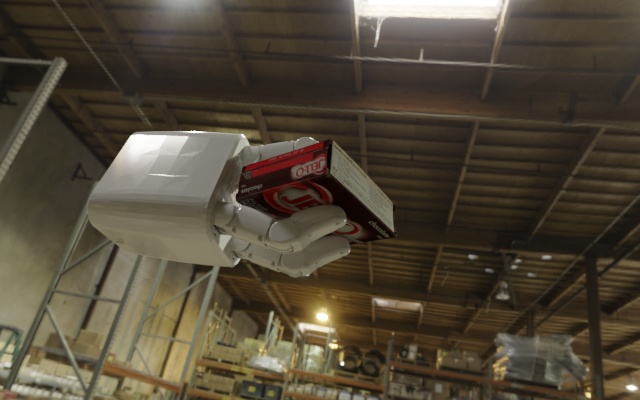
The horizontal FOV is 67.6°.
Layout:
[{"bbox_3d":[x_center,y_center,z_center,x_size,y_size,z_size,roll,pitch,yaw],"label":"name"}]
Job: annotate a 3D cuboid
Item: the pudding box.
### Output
[{"bbox_3d":[0.000,0.001,0.401,0.090,0.039,0.113,-13,-32,32],"label":"pudding box"}]
